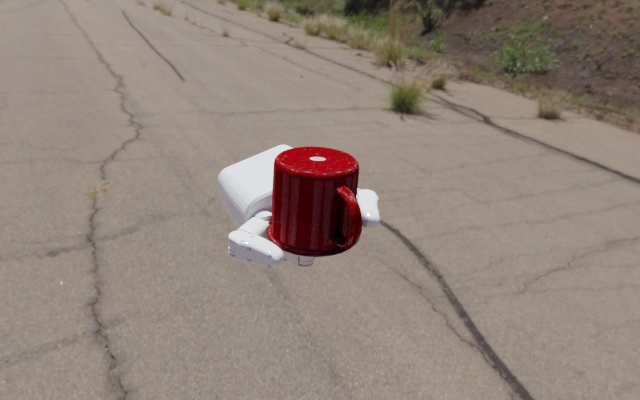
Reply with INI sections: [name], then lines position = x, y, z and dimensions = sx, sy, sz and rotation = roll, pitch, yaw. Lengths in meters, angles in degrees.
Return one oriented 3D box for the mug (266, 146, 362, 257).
[mug]
position = 0.001, 0.002, 0.456
dimensions = 0.093, 0.081, 0.117
rotation = -10, 28, -29
